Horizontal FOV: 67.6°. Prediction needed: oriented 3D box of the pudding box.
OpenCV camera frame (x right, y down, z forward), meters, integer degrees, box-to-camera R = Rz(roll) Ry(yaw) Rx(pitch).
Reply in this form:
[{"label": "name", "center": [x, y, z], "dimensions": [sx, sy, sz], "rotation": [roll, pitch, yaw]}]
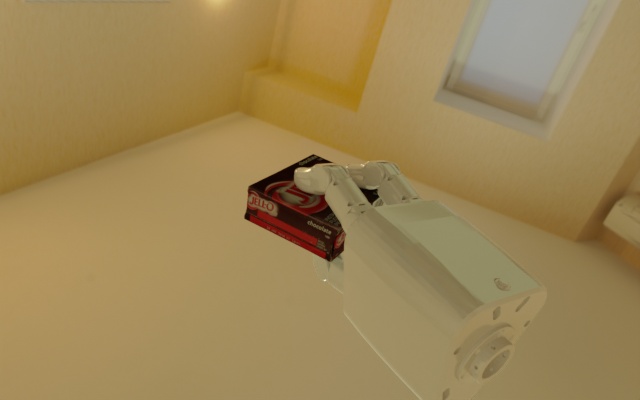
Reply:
[{"label": "pudding box", "center": [0.000, 0.002, 0.433], "dimensions": [0.090, 0.039, 0.113], "rotation": [25, 28, 20]}]
